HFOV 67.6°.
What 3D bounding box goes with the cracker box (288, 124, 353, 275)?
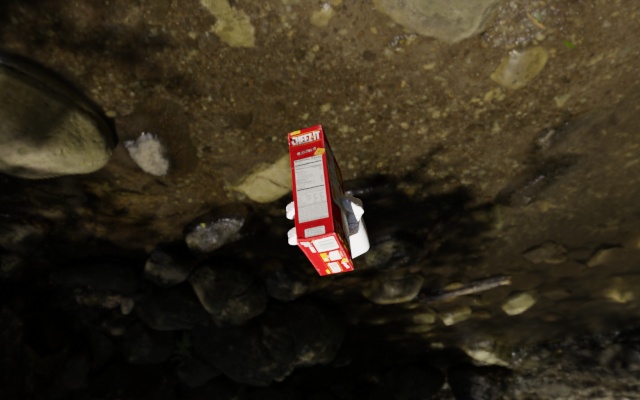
[{"bbox_3d":[0.000,0.003,0.843,0.072,0.213,0.164,-12,-30,9],"label":"cracker box"}]
